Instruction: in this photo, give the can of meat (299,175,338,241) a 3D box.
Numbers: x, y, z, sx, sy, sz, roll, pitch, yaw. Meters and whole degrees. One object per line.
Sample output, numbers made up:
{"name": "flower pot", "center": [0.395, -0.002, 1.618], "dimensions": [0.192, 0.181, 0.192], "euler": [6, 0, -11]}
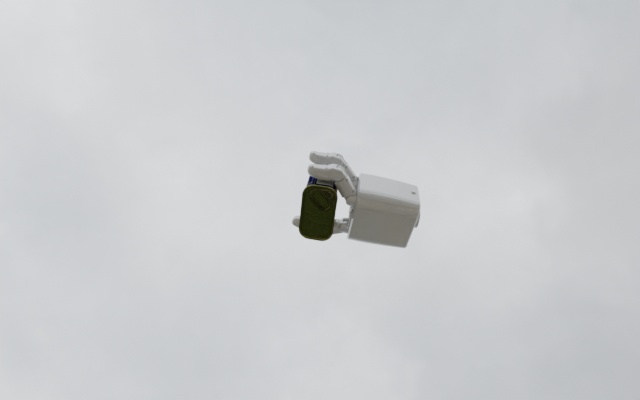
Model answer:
{"name": "can of meat", "center": [0.000, 0.003, 0.808], "dimensions": [0.057, 0.102, 0.084], "euler": [8, 29, 3]}
